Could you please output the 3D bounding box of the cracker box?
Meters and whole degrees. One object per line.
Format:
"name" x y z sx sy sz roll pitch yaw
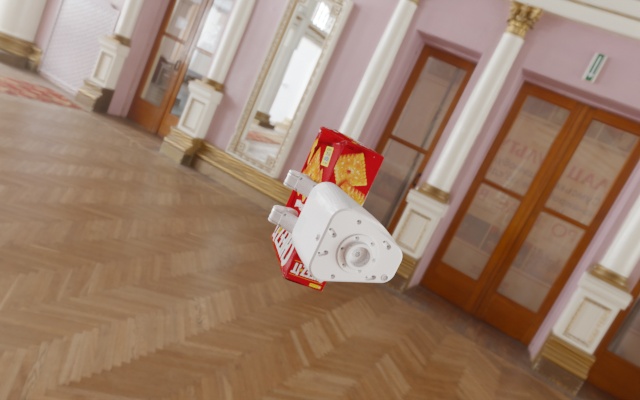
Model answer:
"cracker box" 0.000 0.002 0.729 0.072 0.214 0.164 22 11 -17
